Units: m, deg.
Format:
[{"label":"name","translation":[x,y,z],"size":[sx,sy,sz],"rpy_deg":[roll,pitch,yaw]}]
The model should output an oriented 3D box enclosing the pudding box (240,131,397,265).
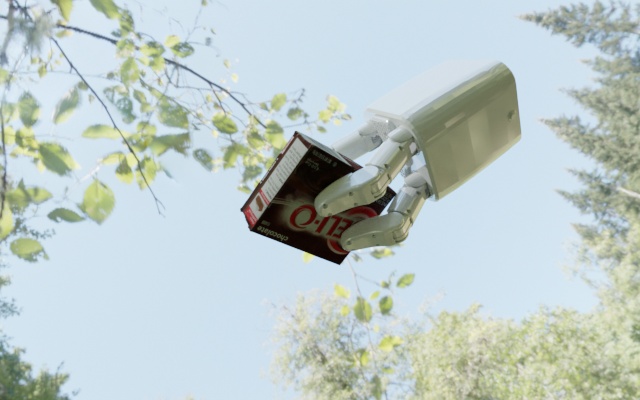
[{"label":"pudding box","translation":[0.000,0.001,0.425],"size":[0.113,0.090,0.039],"rpy_deg":[26,16,-37]}]
